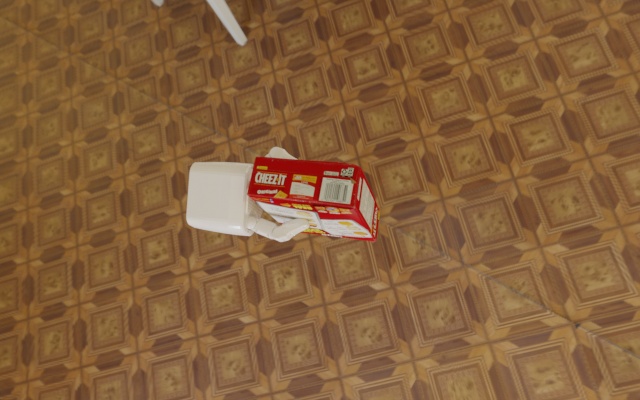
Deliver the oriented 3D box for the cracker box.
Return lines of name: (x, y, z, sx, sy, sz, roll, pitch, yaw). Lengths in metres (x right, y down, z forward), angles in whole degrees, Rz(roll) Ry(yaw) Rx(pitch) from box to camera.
cracker box: (0.000, 0.003, 0.771, 0.164, 0.072, 0.214, 6, -15, 16)
